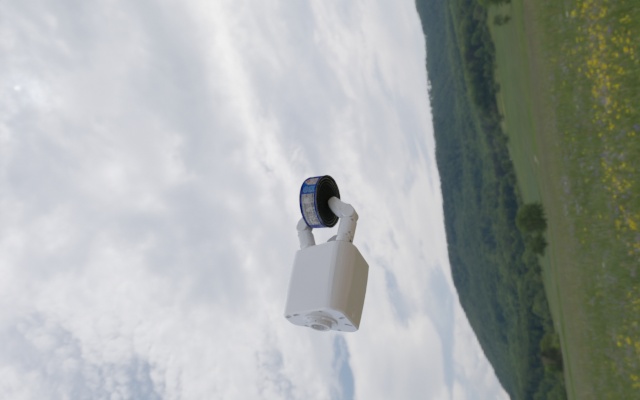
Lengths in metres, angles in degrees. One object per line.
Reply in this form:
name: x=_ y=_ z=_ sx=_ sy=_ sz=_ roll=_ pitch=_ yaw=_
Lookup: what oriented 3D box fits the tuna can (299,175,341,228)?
tuna can: x=0.000 y=0.003 z=0.772 sx=0.034 sy=0.086 sz=0.086 roll=-5 pitch=-2 yaw=28
